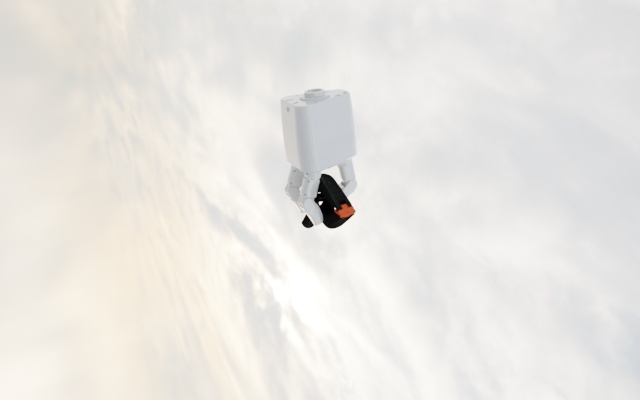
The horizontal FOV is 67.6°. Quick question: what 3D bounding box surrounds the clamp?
[{"bbox_3d":[0.001,0.002,0.822,0.036,0.165,0.210,-18,27,-20],"label":"clamp"}]
